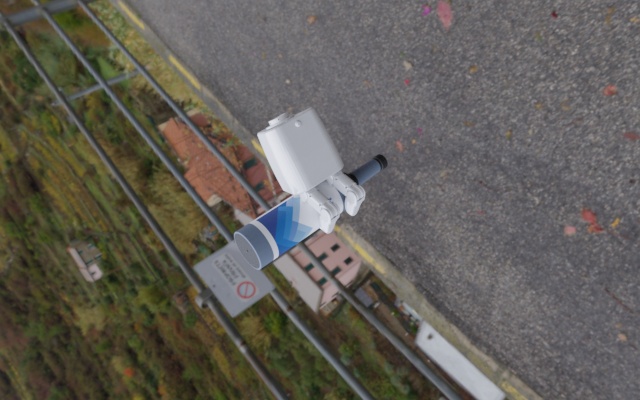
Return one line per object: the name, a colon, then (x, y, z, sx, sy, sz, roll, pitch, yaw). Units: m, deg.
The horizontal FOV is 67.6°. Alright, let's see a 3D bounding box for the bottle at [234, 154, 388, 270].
bottle: (0.000, 0.003, 0.772, 0.295, 0.069, 0.069, -34, 17, -28)
